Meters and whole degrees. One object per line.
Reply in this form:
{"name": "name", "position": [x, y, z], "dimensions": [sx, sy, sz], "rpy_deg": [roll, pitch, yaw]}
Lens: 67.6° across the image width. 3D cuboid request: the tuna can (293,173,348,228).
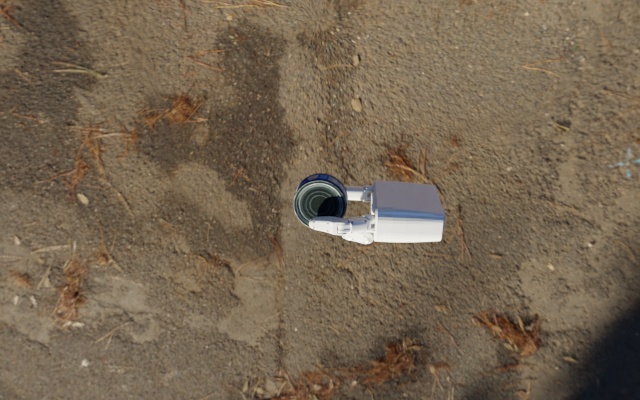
{"name": "tuna can", "position": [0.000, 0.003, 0.754], "dimensions": [0.086, 0.086, 0.033], "rpy_deg": [0, 20, 6]}
